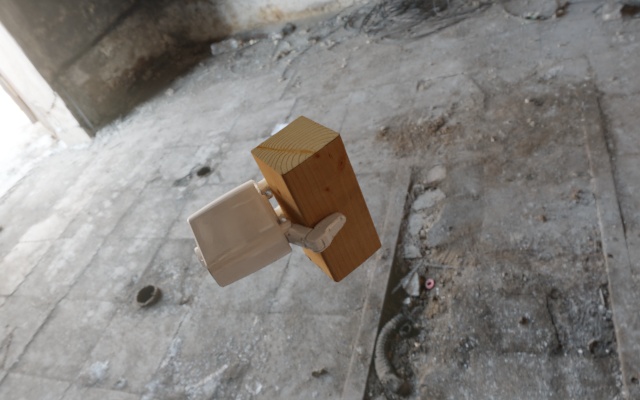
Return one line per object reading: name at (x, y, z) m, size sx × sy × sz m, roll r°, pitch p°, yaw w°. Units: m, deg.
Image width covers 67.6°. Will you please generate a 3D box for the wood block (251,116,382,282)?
wood block at (0.000, 0.002, 0.654) m, size 0.090 × 0.206 × 0.090 m, roll -37°, pitch 40°, yaw -15°
